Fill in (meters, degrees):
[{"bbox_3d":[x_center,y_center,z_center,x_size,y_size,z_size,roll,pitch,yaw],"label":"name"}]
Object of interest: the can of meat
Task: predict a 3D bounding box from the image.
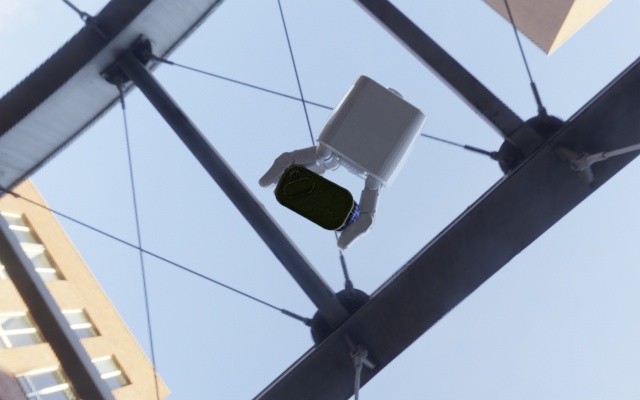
[{"bbox_3d":[0.000,0.002,0.640,0.102,0.057,0.084,28,-2,16],"label":"can of meat"}]
